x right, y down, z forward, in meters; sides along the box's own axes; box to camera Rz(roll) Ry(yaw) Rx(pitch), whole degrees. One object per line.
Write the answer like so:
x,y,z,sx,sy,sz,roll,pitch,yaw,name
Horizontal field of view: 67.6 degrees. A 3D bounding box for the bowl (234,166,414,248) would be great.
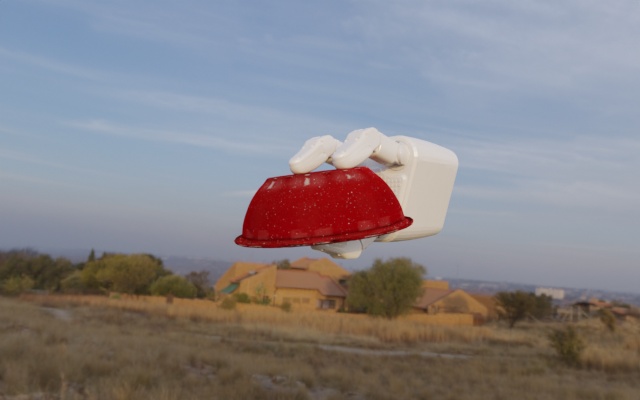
-0.001,0.001,0.430,0.162,0.055,0.162,-7,4,1,bowl
